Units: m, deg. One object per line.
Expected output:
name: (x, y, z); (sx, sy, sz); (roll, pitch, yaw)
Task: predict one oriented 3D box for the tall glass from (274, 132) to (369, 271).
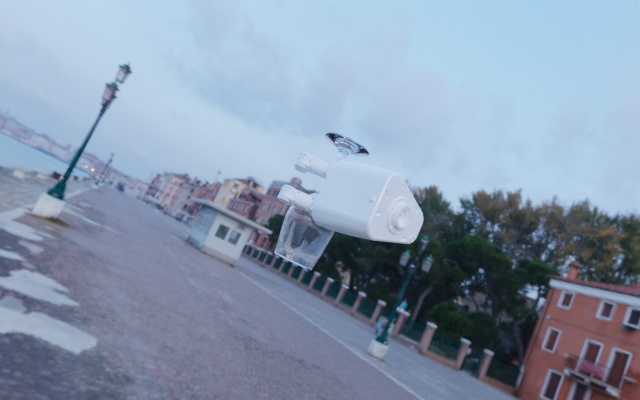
tall glass: (0.000, 0.002, 0.724); (0.079, 0.201, 0.079); (25, -8, 4)
